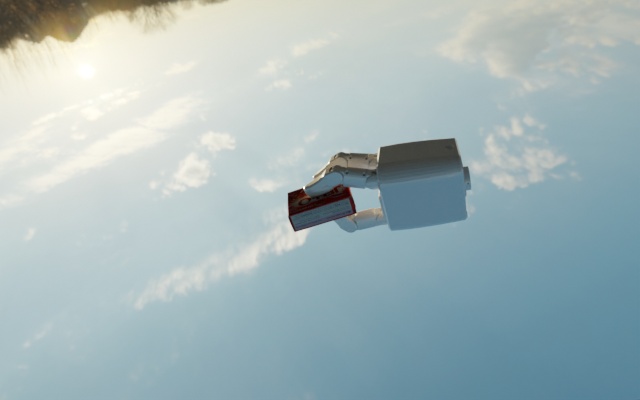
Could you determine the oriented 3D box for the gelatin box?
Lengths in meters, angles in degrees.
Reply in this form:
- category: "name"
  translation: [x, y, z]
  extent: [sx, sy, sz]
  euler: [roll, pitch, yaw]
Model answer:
- category: "gelatin box"
  translation: [0.000, 0.003, 0.653]
  extent: [0.089, 0.030, 0.073]
  euler: [-18, 26, 4]
